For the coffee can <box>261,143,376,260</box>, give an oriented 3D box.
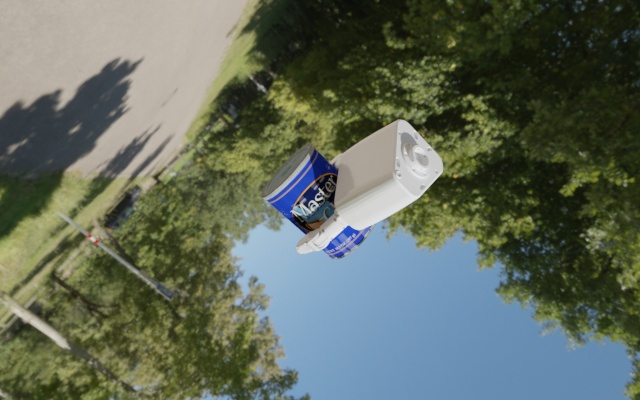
[{"bbox_3d":[0.000,0.002,0.692,0.140,0.103,0.103,43,-14,-16],"label":"coffee can"}]
